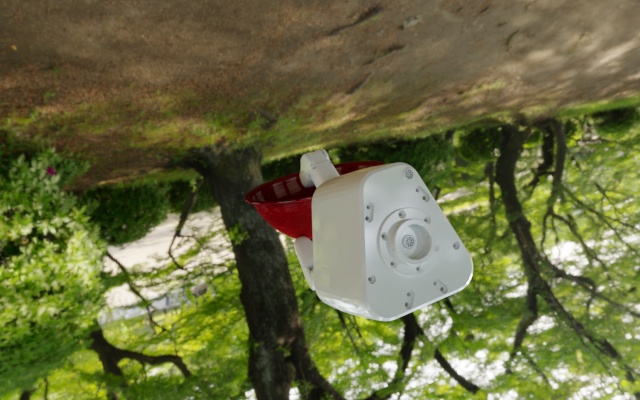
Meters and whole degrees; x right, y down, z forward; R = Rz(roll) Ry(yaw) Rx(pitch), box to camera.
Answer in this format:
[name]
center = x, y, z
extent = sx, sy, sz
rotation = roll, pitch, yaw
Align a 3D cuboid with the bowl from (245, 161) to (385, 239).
[bowl]
center = 0.000, 0.002, 0.539
extent = 0.162, 0.055, 0.162
rotation = -12, 14, 3
